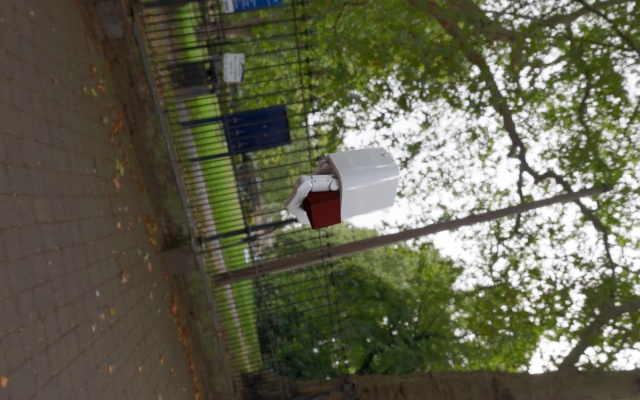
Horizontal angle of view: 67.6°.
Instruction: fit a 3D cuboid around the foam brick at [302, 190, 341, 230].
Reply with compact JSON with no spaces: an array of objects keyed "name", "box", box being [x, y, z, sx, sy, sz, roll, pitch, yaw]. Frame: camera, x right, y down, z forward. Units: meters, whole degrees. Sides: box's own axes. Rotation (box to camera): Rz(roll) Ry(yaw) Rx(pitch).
[{"name":"foam brick","box":[0.000,0.003,0.806,0.051,0.053,0.078,-11,35,-10]}]
